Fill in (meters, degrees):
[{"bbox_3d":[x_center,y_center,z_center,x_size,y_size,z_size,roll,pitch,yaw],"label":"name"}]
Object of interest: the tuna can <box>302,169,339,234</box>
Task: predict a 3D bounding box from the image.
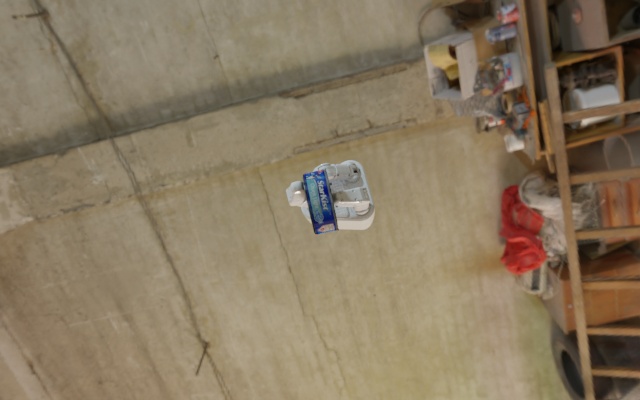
[{"bbox_3d":[0.000,0.002,0.646,0.034,0.086,0.086,-12,0,1],"label":"tuna can"}]
